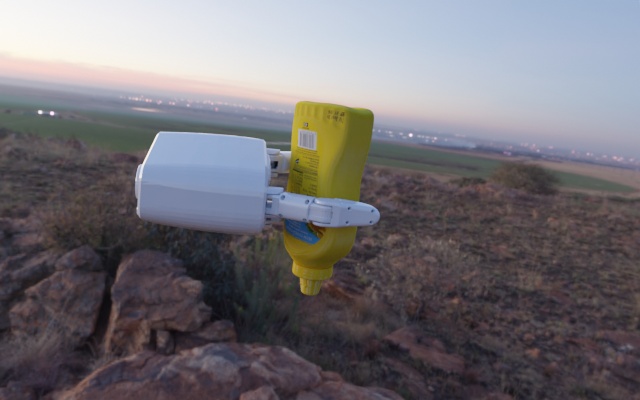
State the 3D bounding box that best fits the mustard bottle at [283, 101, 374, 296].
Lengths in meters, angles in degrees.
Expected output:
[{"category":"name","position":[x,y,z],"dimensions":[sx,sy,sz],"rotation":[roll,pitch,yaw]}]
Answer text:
[{"category":"mustard bottle","position":[0.000,0.001,0.473],"dimensions":[0.058,0.192,0.096],"rotation":[0,13,-35]}]
